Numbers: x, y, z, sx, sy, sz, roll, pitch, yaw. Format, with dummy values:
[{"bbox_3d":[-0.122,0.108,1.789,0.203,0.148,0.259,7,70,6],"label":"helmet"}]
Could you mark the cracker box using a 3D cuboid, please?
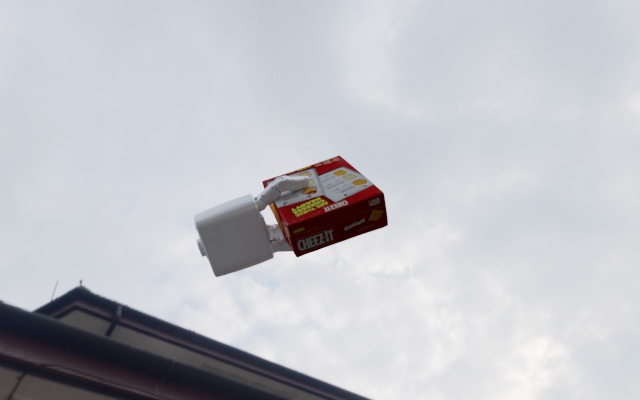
[{"bbox_3d":[0.000,0.003,0.841,0.164,0.072,0.213,-19,26,-10],"label":"cracker box"}]
